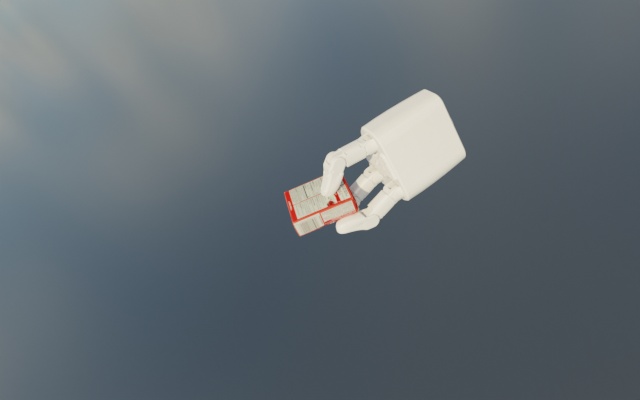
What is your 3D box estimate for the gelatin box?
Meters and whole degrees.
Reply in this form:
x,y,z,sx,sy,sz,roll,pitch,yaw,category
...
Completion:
x,y,z,sx,sy,sz,roll,pitch,yaw,category
0.000,0.002,0.658,0.089,0.030,0.073,-23,38,1,gelatin box
